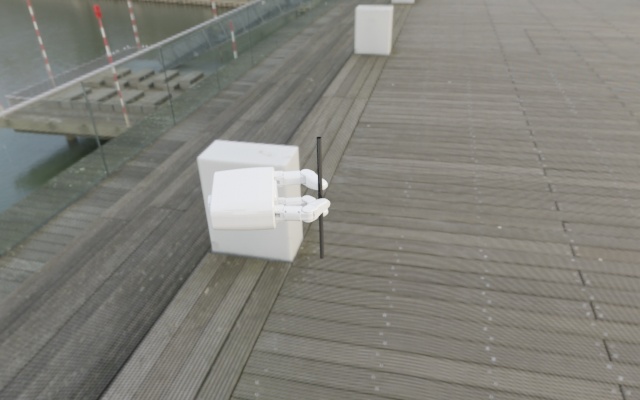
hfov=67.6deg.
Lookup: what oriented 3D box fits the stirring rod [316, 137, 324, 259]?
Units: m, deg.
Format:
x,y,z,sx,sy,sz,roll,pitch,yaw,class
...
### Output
x,y,z,sx,sy,sz,roll,pitch,yaw,class
0.000,0.003,0.826,0.011,0.240,0.011,-1,31,1,stirring rod
